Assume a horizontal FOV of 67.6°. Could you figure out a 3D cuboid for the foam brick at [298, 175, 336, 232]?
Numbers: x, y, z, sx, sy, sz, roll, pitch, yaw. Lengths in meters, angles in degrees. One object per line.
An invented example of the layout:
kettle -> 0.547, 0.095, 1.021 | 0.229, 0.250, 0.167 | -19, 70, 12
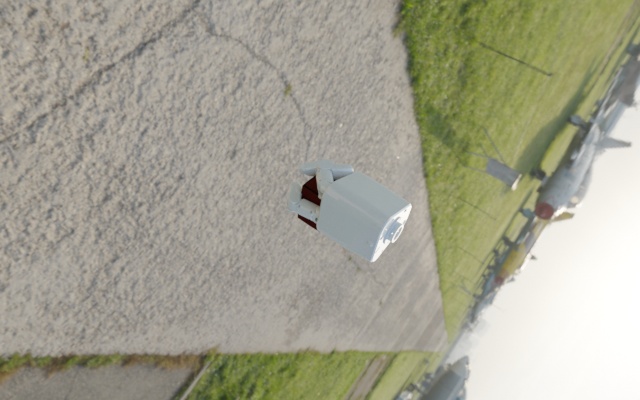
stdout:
foam brick -> 0.000, 0.003, 0.799 | 0.051, 0.078, 0.053 | 32, 47, 21
